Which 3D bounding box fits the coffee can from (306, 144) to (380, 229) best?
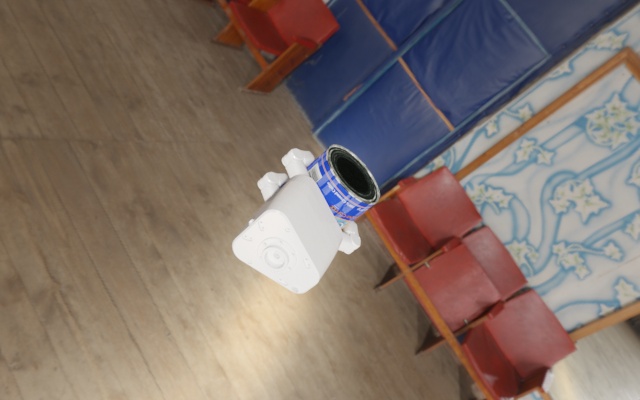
[{"bbox_3d":[0.000,0.002,0.691,0.140,0.102,0.103,-40,-22,28],"label":"coffee can"}]
